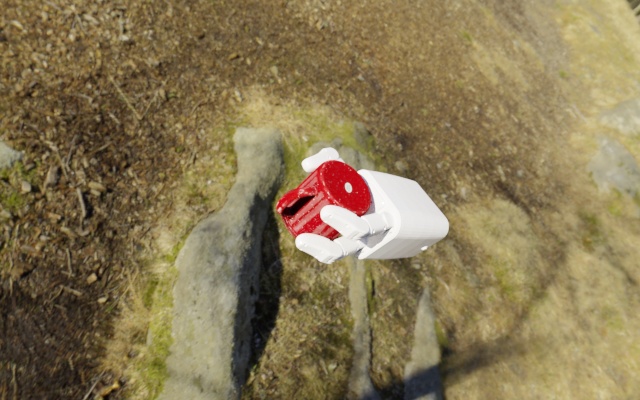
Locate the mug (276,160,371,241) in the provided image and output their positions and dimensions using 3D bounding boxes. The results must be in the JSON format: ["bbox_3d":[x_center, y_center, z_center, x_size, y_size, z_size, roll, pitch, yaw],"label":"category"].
[{"bbox_3d":[-0.001,0.002,0.593,0.117,0.093,0.081,5,-35,-40],"label":"mug"}]
